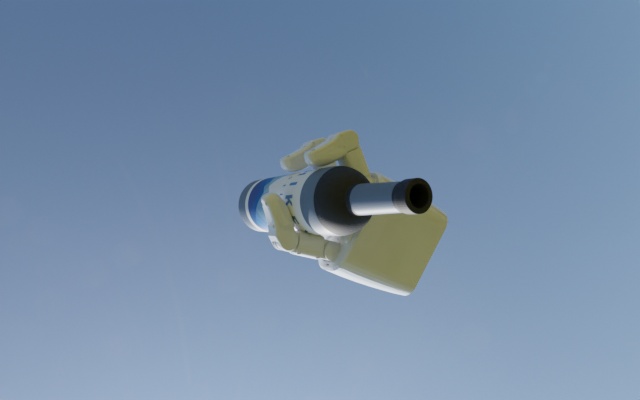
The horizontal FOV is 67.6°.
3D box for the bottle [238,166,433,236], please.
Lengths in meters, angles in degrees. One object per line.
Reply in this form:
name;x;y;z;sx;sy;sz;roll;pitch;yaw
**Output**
bottle;0.000;0.002;0.482;0.069;0.069;0.296;0;-2;-30
